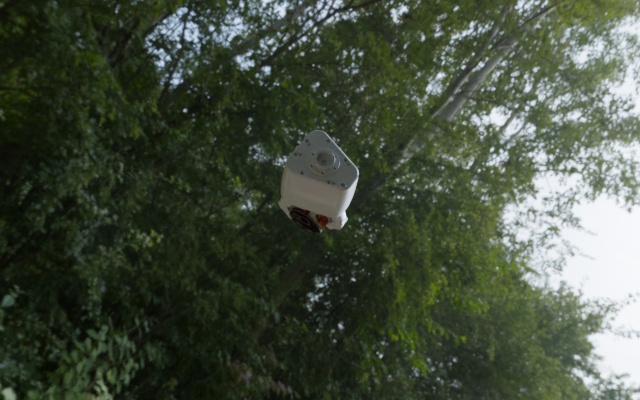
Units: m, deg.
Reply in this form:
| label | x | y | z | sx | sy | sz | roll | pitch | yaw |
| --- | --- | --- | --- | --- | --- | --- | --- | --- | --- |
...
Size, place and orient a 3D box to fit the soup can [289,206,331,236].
| label | x | y | z | sx | sy | sz | roll | pitch | yaw |
| --- | --- | --- | --- | --- | --- | --- | --- | --- | --- |
| soup can | 0.000 | 0.003 | 0.863 | 0.068 | 0.102 | 0.068 | 31 | -24 | 15 |
